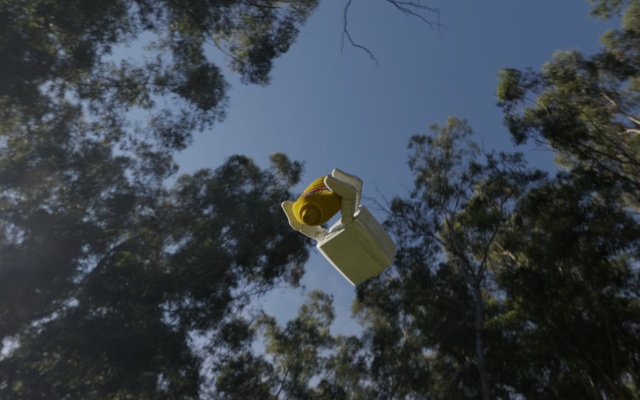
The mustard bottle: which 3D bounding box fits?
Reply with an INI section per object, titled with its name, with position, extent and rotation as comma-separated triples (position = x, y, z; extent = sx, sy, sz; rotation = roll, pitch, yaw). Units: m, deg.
[mustard bottle]
position = 0.000, 0.003, 0.879
extent = 0.096, 0.058, 0.191
rotation = -14, 14, 18
